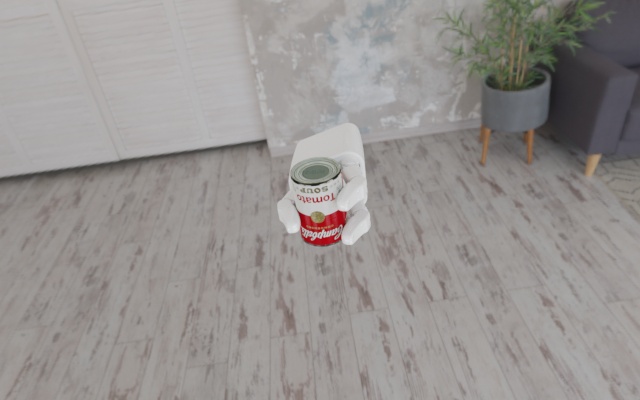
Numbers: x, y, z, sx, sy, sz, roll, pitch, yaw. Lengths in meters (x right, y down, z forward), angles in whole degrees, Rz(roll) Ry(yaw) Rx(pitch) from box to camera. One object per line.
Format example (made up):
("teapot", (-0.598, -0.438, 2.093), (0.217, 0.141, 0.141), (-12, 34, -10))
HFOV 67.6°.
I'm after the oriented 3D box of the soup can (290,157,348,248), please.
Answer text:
("soup can", (0.000, 0.002, 0.633), (0.068, 0.102, 0.068), (-6, 34, 4))
